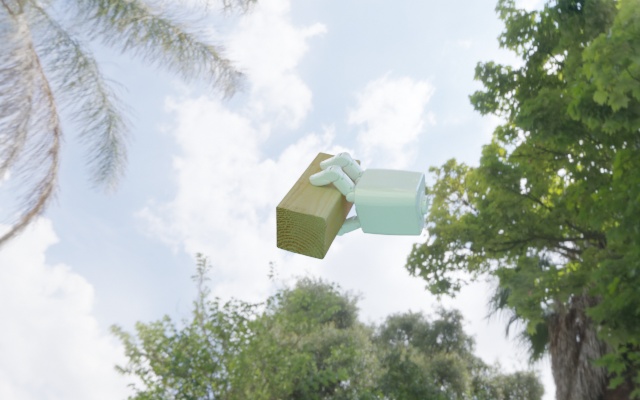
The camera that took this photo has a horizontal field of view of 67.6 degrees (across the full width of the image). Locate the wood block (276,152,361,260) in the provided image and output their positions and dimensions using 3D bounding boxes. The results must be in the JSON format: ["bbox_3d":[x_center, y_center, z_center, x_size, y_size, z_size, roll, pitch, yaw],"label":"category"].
[{"bbox_3d":[0.001,0.003,0.869,0.090,0.091,0.206,13,35,16],"label":"wood block"}]
